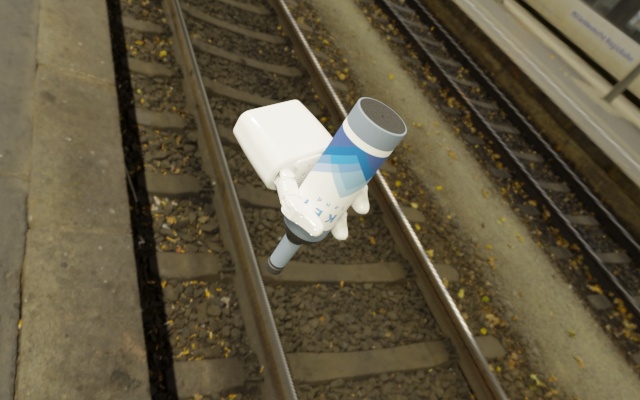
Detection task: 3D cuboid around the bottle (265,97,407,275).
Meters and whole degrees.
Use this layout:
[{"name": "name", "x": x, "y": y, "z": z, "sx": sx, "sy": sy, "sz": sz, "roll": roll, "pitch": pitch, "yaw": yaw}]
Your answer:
[{"name": "bottle", "x": 0.000, "y": 0.002, "z": 0.625, "sx": 0.069, "sy": 0.069, "sz": 0.296, "roll": 0, "pitch": -42, "yaw": -40}]
